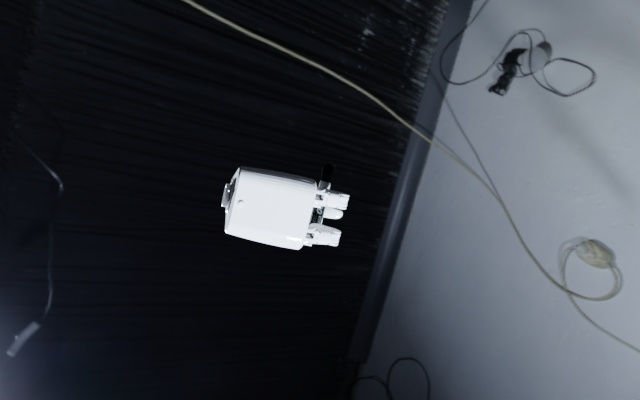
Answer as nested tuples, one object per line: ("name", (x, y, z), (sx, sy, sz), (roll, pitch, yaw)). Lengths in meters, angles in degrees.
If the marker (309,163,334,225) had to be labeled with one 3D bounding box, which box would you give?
("marker", (0.000, 0.002, 0.735), (0.020, 0.121, 0.020), (13, 5, -1))
